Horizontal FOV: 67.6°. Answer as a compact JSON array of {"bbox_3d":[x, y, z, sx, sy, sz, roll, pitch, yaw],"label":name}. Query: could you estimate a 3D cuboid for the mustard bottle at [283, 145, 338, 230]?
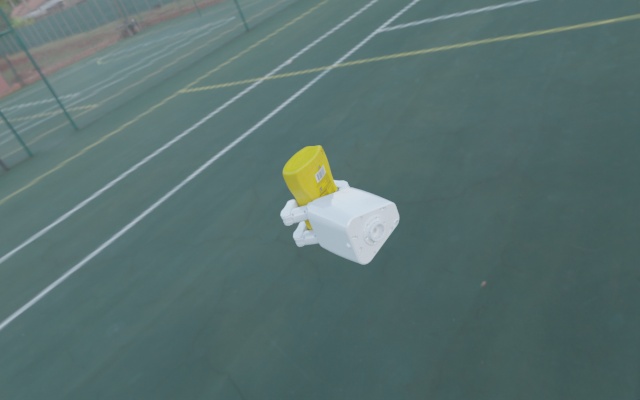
[{"bbox_3d":[0.000,0.003,0.872,0.058,0.192,0.096,-2,35,33],"label":"mustard bottle"}]
